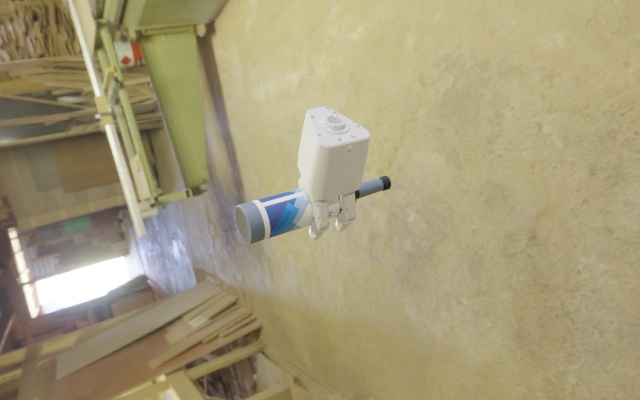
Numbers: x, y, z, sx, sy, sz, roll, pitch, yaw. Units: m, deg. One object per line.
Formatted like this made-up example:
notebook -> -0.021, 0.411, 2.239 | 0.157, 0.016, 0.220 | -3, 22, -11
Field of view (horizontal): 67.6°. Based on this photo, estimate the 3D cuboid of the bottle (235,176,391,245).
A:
bottle -> 0.000, 0.003, 0.838 | 0.295, 0.069, 0.069 | -16, 7, -27
